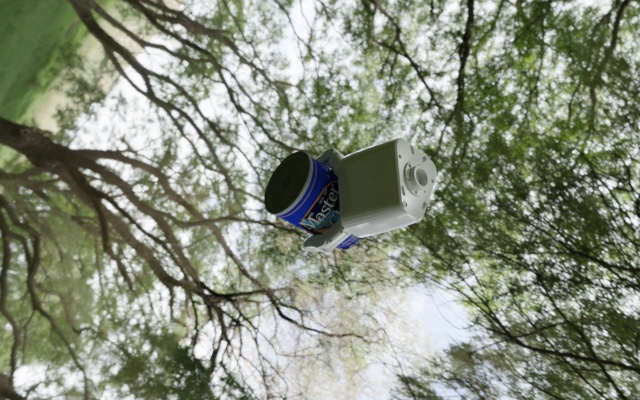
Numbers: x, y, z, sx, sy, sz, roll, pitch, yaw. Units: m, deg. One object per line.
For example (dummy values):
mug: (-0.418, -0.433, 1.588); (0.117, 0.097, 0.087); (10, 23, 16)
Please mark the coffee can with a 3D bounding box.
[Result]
coffee can: (0.000, 0.002, 0.730); (0.140, 0.102, 0.103); (30, -18, -33)
